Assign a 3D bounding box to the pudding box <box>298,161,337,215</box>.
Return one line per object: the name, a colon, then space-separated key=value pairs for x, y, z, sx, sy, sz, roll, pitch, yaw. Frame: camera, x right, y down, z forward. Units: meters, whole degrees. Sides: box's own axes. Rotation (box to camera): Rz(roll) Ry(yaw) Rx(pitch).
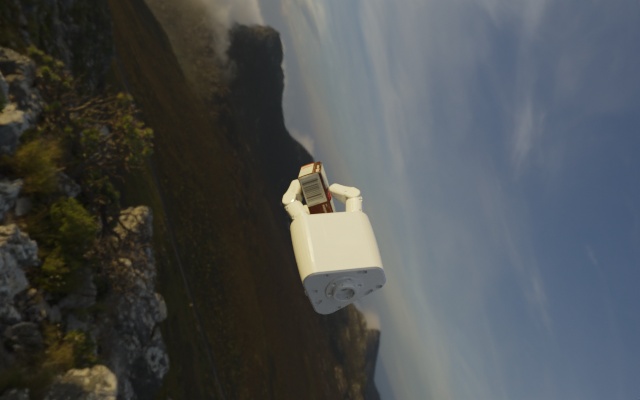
pudding box: x=0.000 y=0.002 z=0.747 sx=0.039 sy=0.113 sz=0.090 roll=-15 pitch=14 yaw=4
